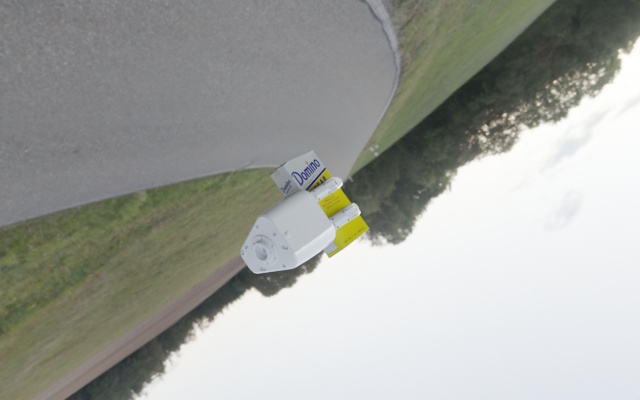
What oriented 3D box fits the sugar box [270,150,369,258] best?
[{"bbox_3d":[0.000,0.003,0.830,0.048,0.176,0.093,-35,-2,41],"label":"sugar box"}]
